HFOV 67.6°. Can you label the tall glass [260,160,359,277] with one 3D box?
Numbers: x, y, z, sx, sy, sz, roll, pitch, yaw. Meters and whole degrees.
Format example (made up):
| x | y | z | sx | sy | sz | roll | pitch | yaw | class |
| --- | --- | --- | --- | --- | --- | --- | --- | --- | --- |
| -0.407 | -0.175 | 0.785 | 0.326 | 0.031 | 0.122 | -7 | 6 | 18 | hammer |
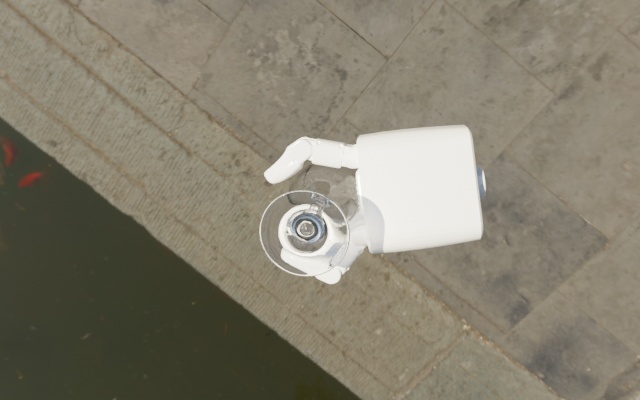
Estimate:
| x | y | z | sx | sy | sz | roll | pitch | yaw | class |
| --- | --- | --- | --- | --- | --- | --- | --- | --- | --- |
| 0.000 | 0.002 | 0.479 | 0.079 | 0.079 | 0.201 | 0 | 15 | 7 | tall glass |
